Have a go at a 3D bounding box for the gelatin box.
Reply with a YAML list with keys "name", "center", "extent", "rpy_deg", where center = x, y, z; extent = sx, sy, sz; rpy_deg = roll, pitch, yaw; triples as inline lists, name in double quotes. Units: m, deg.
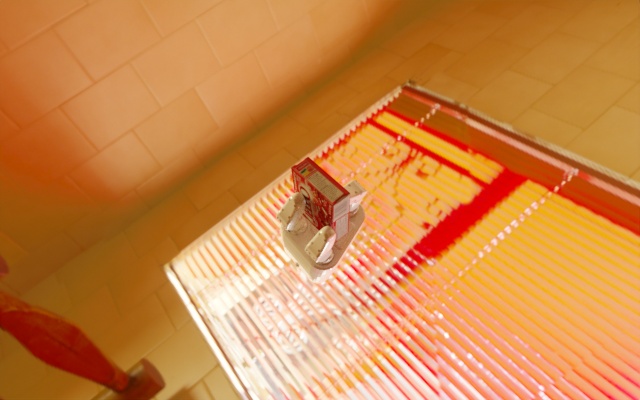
- name: "gelatin box"
  center: [0.000, 0.001, 0.572]
  extent: [0.030, 0.073, 0.089]
  rpy_deg: [-36, -28, -21]
